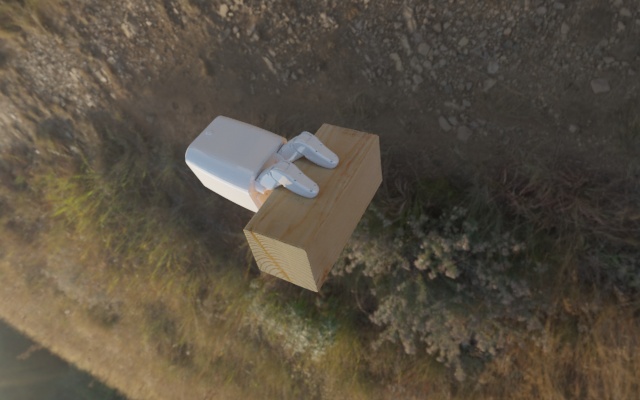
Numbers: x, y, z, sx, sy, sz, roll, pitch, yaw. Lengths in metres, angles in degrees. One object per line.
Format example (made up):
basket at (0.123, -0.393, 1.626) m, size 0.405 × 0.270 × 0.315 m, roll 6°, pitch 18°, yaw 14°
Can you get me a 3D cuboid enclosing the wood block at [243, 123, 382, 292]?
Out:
wood block at (0.000, 0.002, 0.632) m, size 0.090 × 0.206 × 0.091 m, roll 17°, pitch -37°, yaw 24°
